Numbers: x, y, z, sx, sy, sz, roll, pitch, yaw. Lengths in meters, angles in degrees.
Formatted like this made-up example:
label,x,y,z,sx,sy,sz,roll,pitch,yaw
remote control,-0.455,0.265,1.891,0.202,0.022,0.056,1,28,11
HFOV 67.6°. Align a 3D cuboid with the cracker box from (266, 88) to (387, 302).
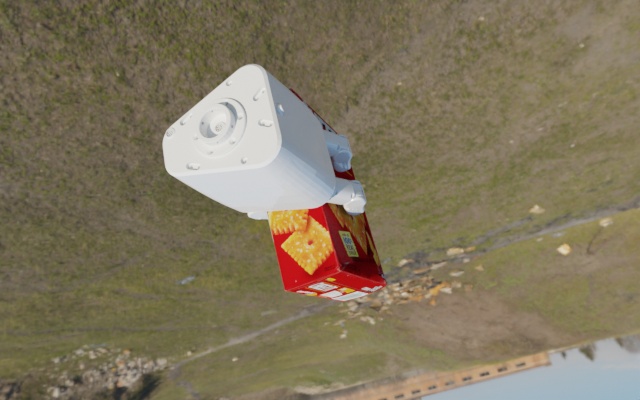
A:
label,x,y,z,sx,sy,sz,roll,pitch,yaw
cracker box,0.000,0.002,0.557,0.072,0.213,0.164,-22,-23,18
